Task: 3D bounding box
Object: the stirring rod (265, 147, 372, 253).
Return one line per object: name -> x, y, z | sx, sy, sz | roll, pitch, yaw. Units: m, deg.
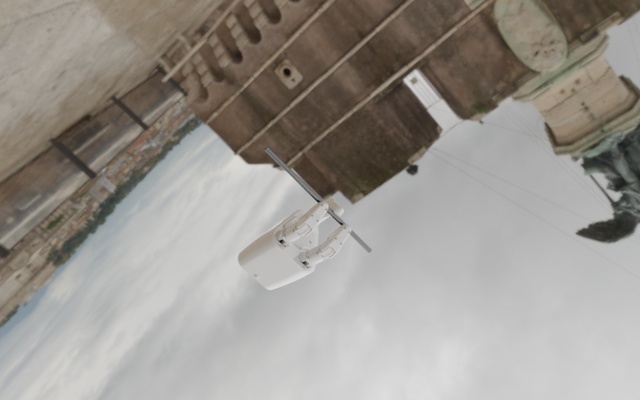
stirring rod -> 0.000, 0.002, 0.754 | 0.239, 0.011, 0.011 | 45, -16, -17
